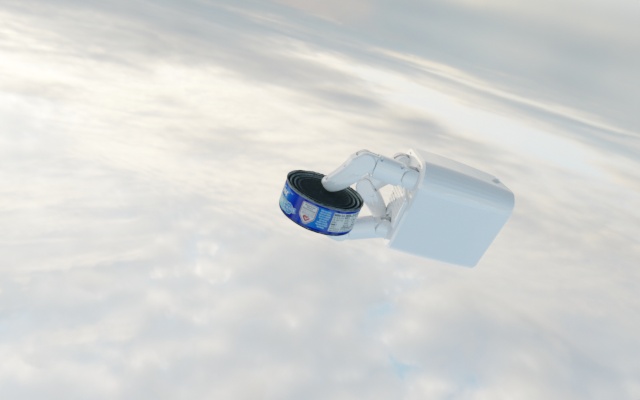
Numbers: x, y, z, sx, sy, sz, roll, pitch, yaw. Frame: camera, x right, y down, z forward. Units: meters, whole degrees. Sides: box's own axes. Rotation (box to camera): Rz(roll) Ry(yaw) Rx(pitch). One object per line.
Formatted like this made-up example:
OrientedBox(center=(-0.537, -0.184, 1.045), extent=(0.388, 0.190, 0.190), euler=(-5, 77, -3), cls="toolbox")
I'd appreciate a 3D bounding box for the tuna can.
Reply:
OrientedBox(center=(0.000, 0.002, 0.504), extent=(0.086, 0.034, 0.086), euler=(18, 22, -8), cls="tuna can")
